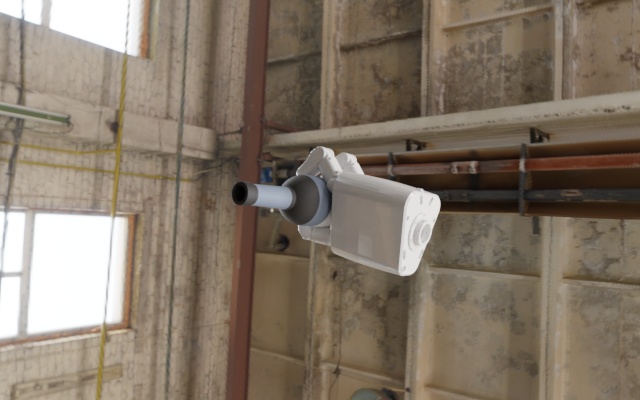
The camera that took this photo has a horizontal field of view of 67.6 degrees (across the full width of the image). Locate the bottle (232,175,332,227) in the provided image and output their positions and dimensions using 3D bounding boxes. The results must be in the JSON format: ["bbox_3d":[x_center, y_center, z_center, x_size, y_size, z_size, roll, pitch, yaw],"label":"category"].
[{"bbox_3d":[0.000,0.002,0.645,0.069,0.069,0.296,0,-4,38],"label":"bottle"}]
